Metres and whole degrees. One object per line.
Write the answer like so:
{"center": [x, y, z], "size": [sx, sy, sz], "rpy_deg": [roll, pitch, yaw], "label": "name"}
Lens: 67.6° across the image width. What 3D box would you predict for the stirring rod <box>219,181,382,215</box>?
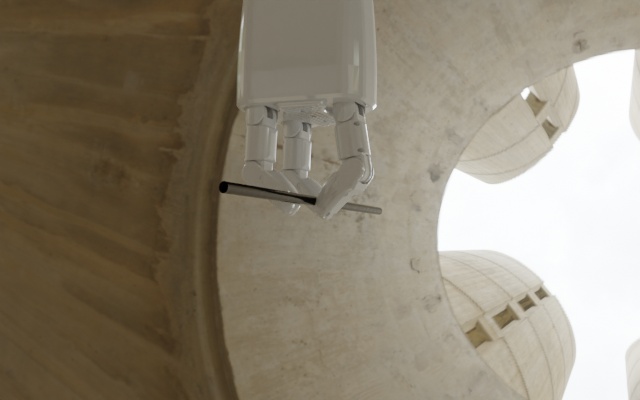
{"center": [0.000, 0.001, 0.409], "size": [0.011, 0.011, 0.239], "rpy_deg": [0, -5, 31], "label": "stirring rod"}
